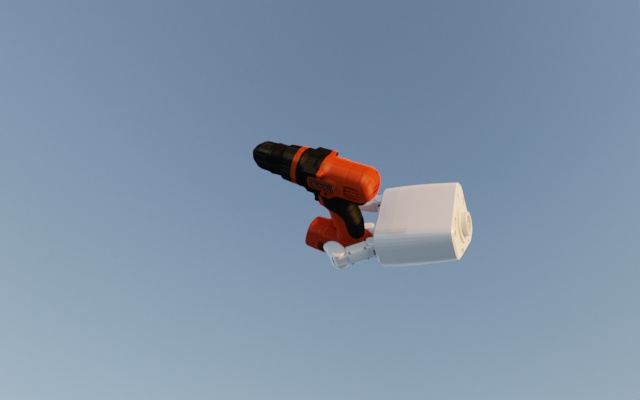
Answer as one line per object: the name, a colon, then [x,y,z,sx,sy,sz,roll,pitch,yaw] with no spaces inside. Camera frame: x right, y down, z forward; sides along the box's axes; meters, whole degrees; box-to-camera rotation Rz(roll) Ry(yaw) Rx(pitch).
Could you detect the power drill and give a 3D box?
power drill: [0.000,0.003,0.675,0.184,0.057,0.188,19,-32,26]
